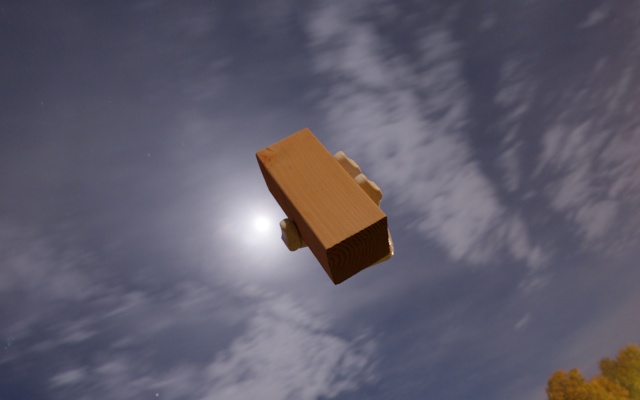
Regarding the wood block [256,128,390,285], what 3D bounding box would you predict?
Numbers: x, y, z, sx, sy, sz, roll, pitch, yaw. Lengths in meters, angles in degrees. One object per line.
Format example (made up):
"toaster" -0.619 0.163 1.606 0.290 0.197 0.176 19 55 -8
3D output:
"wood block" 0.000 0.003 0.670 0.091 0.090 0.206 -29 51 -13
